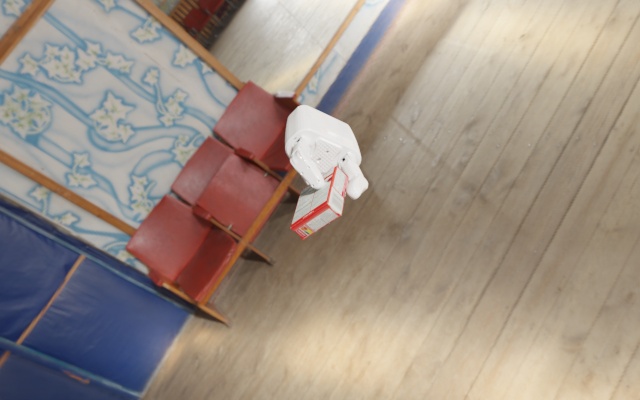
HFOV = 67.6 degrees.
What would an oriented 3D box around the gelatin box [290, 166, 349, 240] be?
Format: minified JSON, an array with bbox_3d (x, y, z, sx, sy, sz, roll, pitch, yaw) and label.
[{"bbox_3d":[0.000,0.002,0.661,0.073,0.089,0.030,-34,-65,32],"label":"gelatin box"}]
